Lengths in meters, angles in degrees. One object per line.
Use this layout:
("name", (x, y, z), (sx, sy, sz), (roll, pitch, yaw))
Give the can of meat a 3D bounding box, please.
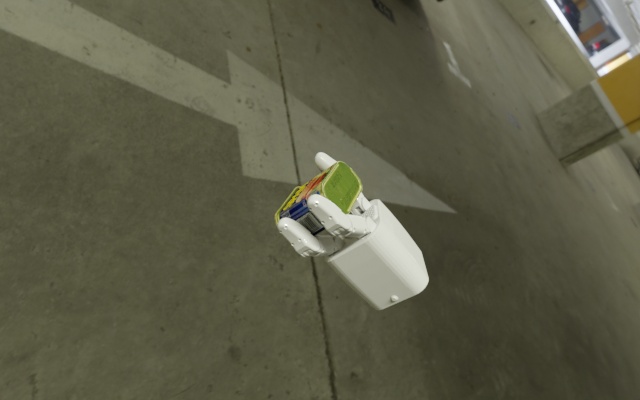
("can of meat", (0.000, 0.002, 0.621), (0.084, 0.057, 0.102), (-33, 13, 33))
